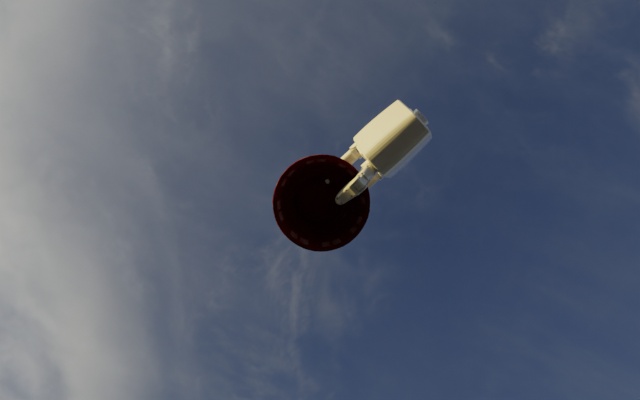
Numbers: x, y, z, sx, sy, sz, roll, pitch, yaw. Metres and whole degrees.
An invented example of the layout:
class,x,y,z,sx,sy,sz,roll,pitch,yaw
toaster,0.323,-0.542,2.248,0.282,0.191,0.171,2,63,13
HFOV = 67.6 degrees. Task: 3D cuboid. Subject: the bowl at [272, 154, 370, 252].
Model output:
class,x,y,z,sx,sy,sz,roll,pitch,yaw
bowl,-0.001,0.003,0.811,0.162,0.162,0.055,0,5,-5
